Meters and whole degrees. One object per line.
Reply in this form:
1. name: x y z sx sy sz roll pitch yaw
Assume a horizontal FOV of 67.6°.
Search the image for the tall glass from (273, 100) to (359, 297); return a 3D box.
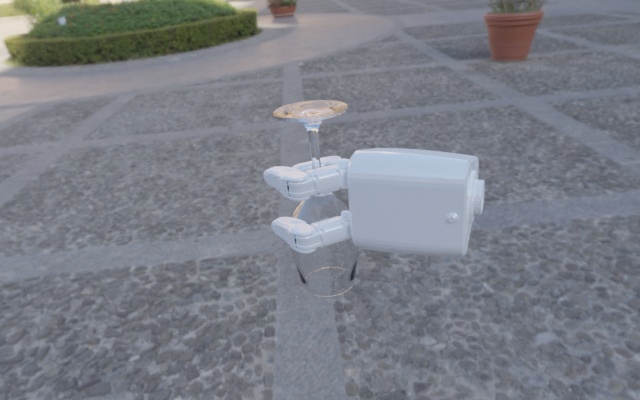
1. tall glass: 0.000 0.001 0.505 0.079 0.201 0.079 -5 24 2
